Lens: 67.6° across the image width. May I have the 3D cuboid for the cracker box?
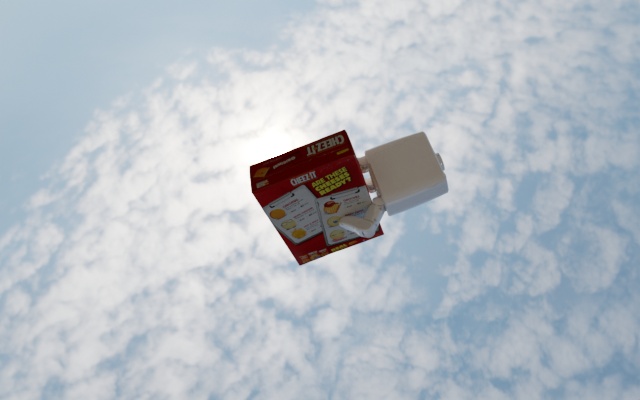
[{"bbox_3d":[0.000,0.003,0.788,0.164,0.072,0.214,-21,-42,5],"label":"cracker box"}]
